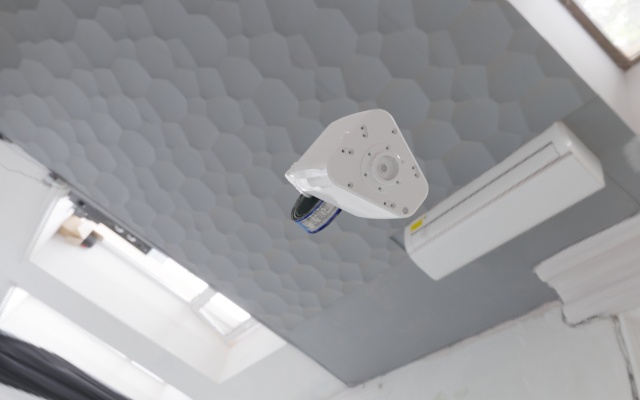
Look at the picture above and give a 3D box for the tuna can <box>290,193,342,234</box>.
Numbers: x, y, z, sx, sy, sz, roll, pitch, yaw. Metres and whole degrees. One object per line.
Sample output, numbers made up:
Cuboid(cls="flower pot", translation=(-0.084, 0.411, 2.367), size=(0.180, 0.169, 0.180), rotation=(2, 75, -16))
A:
Cuboid(cls="tuna can", translation=(0.000, 0.002, 0.643), size=(0.034, 0.086, 0.086), rotation=(40, -15, -18))
